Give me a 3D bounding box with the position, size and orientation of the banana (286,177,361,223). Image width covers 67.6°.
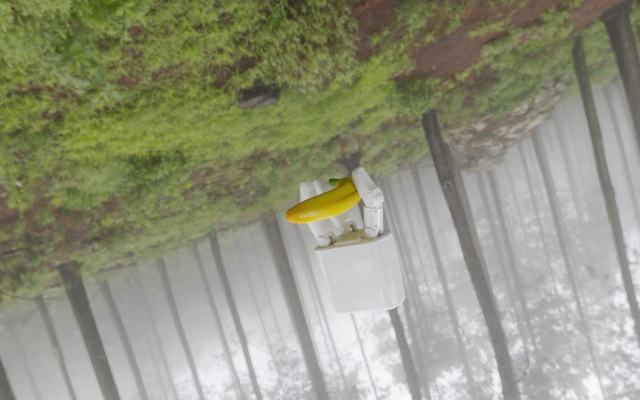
[{"bbox_3d":[0.018,-0.002,0.676,0.069,0.037,0.197,-11,10,22],"label":"banana"}]
